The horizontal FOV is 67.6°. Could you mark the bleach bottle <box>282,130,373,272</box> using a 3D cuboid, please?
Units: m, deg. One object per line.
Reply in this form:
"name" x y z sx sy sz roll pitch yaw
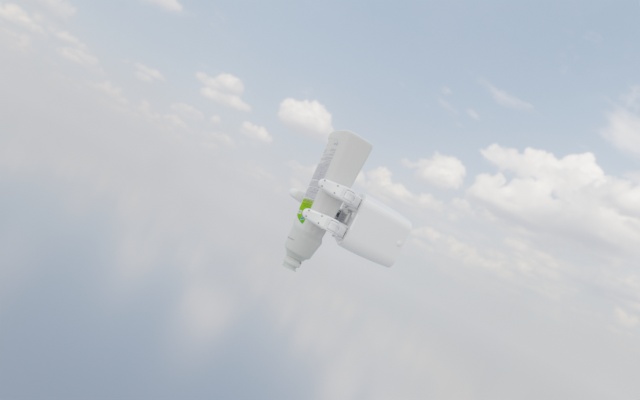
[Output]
"bleach bottle" 0.000 0.003 0.827 0.068 0.251 0.102 28 -5 -16
